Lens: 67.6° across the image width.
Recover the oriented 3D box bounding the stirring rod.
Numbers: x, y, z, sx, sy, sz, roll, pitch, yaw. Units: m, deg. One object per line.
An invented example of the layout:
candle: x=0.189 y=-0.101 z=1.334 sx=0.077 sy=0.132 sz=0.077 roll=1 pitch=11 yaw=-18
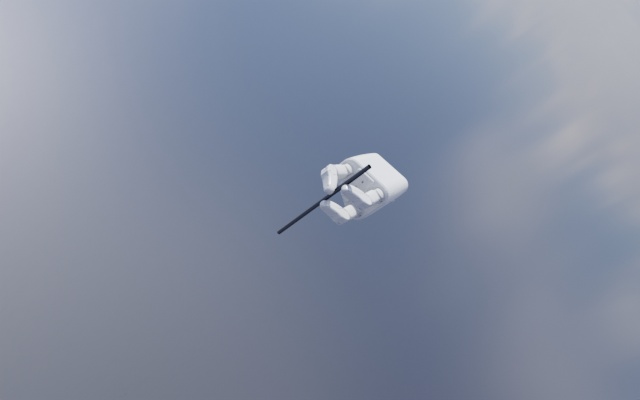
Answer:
stirring rod: x=0.000 y=0.003 z=0.845 sx=0.239 sy=0.011 sz=0.011 roll=-36 pitch=-23 yaw=35
